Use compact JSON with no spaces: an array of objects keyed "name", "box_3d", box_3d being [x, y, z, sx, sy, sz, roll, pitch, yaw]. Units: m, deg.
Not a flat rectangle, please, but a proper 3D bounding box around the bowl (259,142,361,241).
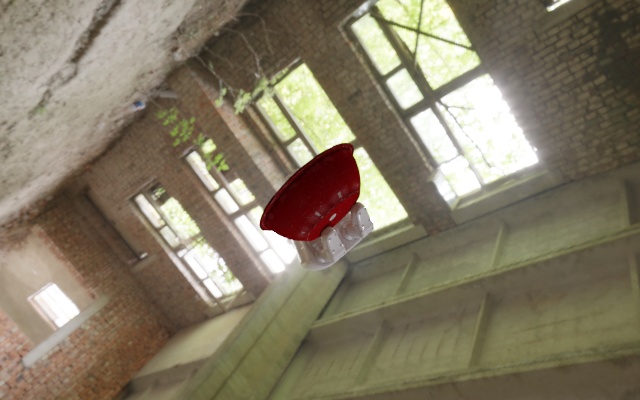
[{"name":"bowl","box_3d":[0.000,0.002,0.615,0.162,0.055,0.162,-39,-15,-13]}]
